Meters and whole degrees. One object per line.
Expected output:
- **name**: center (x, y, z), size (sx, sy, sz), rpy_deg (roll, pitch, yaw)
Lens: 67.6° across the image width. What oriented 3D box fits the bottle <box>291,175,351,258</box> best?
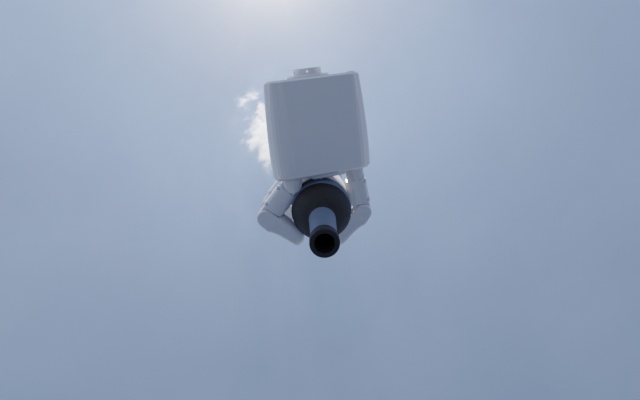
- **bottle**: center (0.000, 0.002, 0.561), size (0.069, 0.069, 0.295), rpy_deg (0, 14, -1)
